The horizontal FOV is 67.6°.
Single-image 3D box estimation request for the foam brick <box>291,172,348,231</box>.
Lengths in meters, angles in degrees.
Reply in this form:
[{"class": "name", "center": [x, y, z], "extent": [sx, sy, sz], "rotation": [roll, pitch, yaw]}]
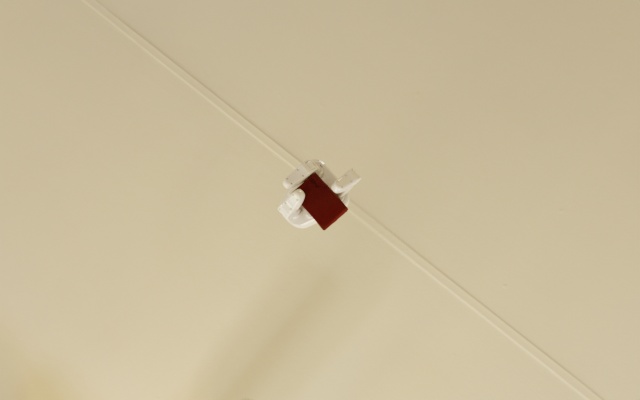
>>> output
[{"class": "foam brick", "center": [0.000, 0.003, 0.757], "extent": [0.053, 0.078, 0.051], "rotation": [-41, -8, 0]}]
